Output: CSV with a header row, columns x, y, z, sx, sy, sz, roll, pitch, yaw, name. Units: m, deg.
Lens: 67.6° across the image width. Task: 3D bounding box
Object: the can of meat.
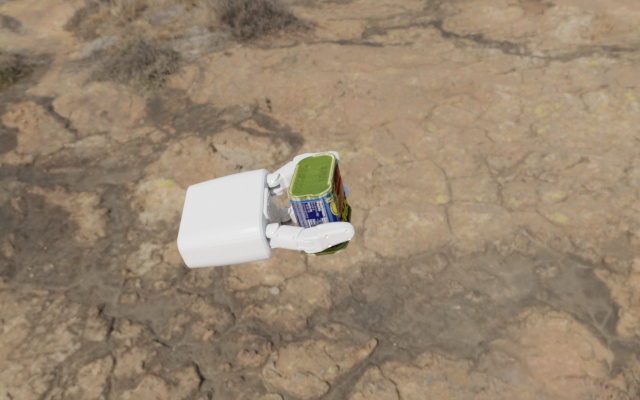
x,y,z,sx,sy,sz,roll,pitch,yaw,name
0.000,0.002,0.579,0.057,0.084,0.102,-8,33,13,can of meat
